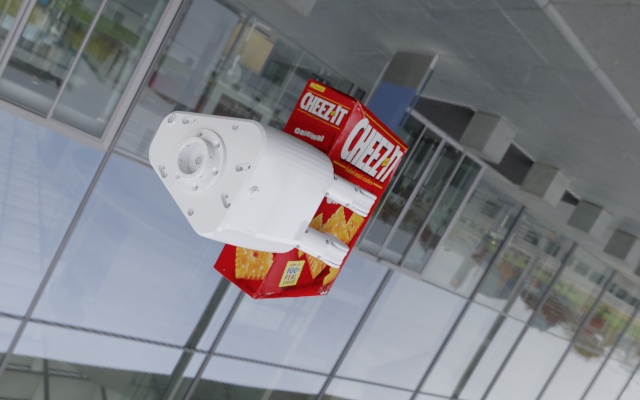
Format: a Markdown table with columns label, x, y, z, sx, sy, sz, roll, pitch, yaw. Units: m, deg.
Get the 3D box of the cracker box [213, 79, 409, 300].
| label | x | y | z | sx | sy | sz | roll | pitch | yaw |
| --- | --- | --- | --- | --- | --- | --- | --- | --- | --- |
| cracker box | 0.000 | 0.002 | 0.526 | 0.072 | 0.214 | 0.164 | 31 | 5 | 28 |
